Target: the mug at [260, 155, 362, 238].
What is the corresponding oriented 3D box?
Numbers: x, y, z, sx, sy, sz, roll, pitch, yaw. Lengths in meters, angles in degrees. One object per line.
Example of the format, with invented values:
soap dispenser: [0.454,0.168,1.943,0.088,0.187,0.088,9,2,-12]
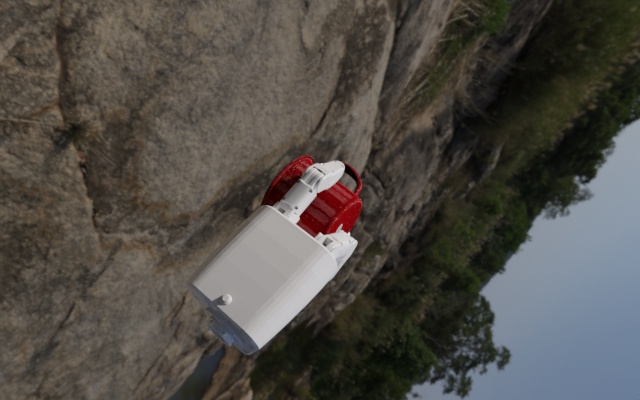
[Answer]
mug: [0.001,0.001,0.545,0.081,0.117,0.093,37,-26,19]
